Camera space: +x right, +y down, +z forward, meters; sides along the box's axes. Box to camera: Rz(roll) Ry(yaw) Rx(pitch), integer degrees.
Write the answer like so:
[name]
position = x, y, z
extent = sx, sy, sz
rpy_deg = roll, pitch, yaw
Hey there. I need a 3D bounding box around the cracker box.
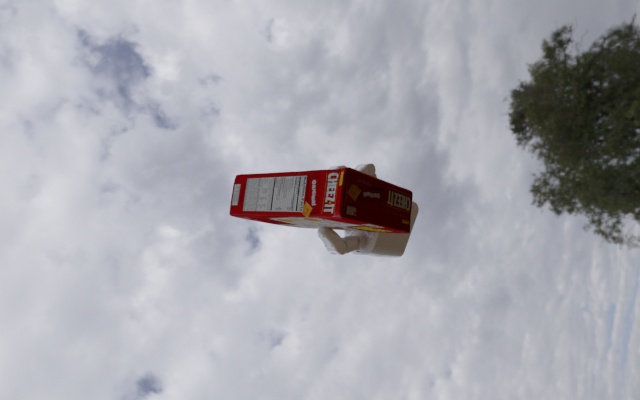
[cracker box]
position = 0.000, 0.002, 0.696
extent = 0.213, 0.072, 0.164
rpy_deg = -1, -10, 41
